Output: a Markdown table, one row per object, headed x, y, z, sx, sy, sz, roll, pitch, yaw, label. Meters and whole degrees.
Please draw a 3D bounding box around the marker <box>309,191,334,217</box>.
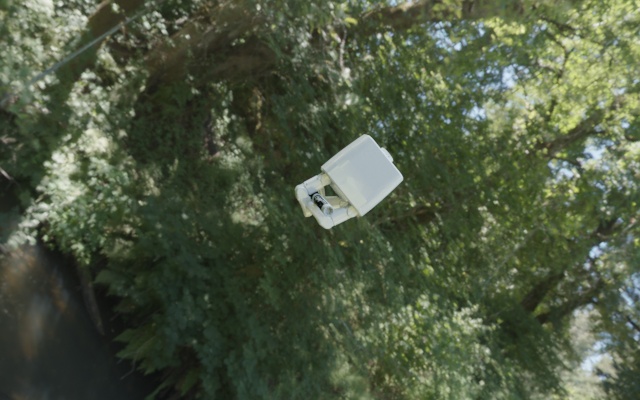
| x | y | z | sx | sy | sz | roll | pitch | yaw | label |
| --- | --- | --- | --- | --- | --- | --- | --- | --- | --- |
| 0.000 | 0.003 | 0.836 | 0.020 | 0.020 | 0.121 | 0 | 14 | -13 | marker |
